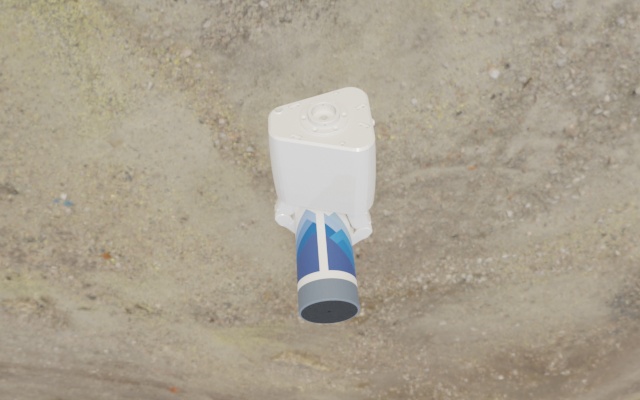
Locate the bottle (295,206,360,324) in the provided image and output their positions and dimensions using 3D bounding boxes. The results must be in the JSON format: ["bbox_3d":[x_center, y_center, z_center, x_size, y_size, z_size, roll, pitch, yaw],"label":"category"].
[{"bbox_3d":[0.000,0.002,0.600,0.069,0.295,0.069,-3,-36,-2],"label":"bottle"}]
